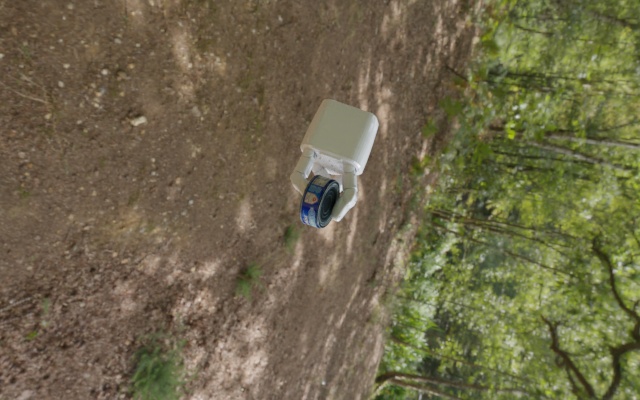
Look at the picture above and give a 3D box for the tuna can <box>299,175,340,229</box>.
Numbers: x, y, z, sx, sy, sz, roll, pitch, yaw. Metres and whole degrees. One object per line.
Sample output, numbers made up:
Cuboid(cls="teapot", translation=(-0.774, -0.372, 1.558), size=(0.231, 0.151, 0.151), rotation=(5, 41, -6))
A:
Cuboid(cls="tuna can", translation=(0.001, 0.003, 0.791), size=(0.034, 0.086, 0.086), rotation=(18, 7, 21))
